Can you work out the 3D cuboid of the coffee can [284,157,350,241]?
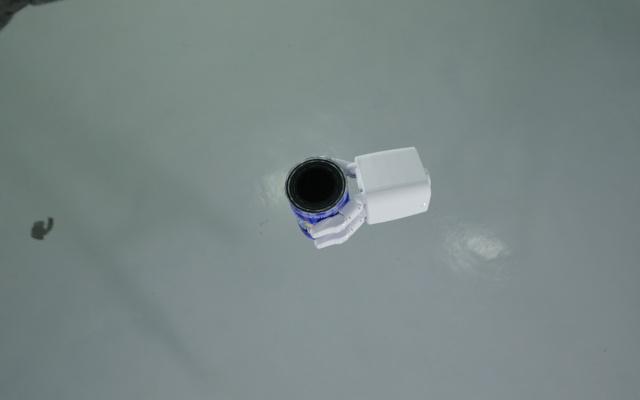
[{"bbox_3d":[0.000,0.003,0.823,0.103,0.102,0.140,0,-24,7],"label":"coffee can"}]
